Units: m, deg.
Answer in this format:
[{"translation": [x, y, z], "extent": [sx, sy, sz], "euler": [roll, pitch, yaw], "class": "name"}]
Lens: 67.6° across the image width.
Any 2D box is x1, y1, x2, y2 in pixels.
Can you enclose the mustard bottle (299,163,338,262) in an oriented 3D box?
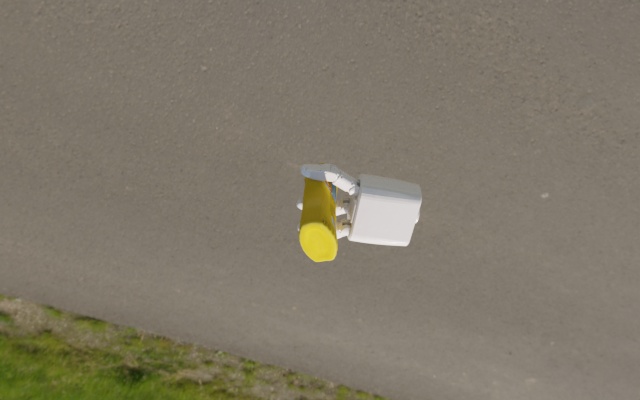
[{"translation": [0.000, 0.003, 0.810], "extent": [0.058, 0.096, 0.191], "euler": [-9, 43, 12], "class": "mustard bottle"}]
